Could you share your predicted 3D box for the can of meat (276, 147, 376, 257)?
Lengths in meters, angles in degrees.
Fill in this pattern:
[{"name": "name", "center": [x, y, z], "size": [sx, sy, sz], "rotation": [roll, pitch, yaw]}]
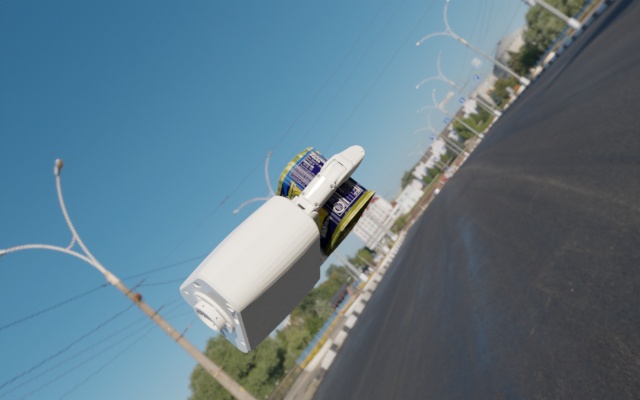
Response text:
[{"name": "can of meat", "center": [0.000, 0.001, 0.510], "size": [0.084, 0.057, 0.102], "rotation": [38, -28, 9]}]
